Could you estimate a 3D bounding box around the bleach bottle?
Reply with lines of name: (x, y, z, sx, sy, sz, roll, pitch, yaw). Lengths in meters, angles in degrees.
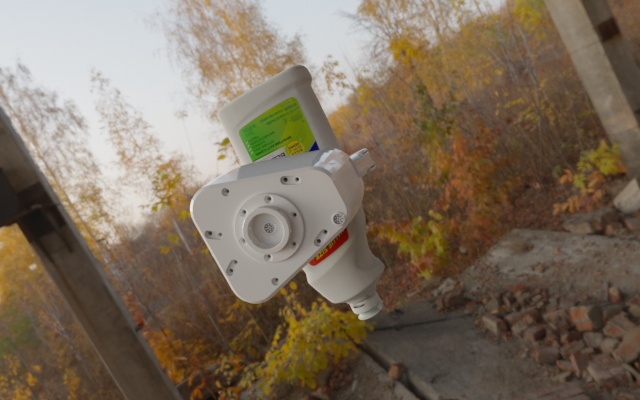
bleach bottle: (0.000, 0.002, 0.479, 0.102, 0.251, 0.068, -28, 5, 11)
